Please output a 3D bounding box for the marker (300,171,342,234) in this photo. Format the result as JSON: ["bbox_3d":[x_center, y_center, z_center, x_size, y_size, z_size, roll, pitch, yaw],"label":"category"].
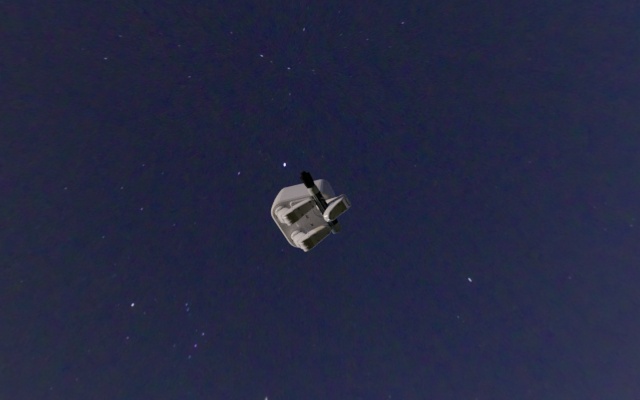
[{"bbox_3d":[0.000,0.003,0.815,0.020,0.121,0.020,-29,15,8],"label":"marker"}]
